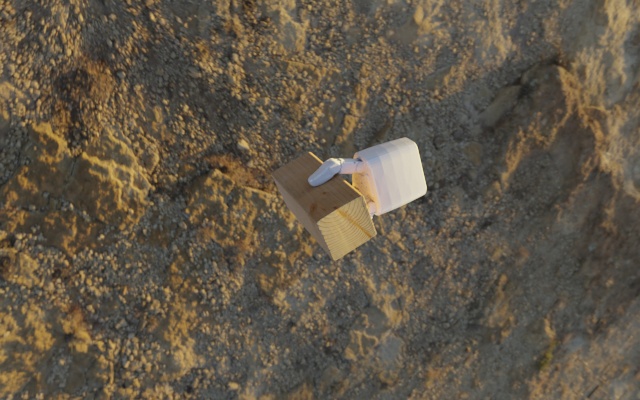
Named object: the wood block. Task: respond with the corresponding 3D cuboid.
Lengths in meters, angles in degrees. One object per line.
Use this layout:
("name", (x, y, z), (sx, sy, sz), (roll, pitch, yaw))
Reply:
("wood block", (0.000, 0.002, 0.850), (0.090, 0.091, 0.206), (-30, 35, -11))
